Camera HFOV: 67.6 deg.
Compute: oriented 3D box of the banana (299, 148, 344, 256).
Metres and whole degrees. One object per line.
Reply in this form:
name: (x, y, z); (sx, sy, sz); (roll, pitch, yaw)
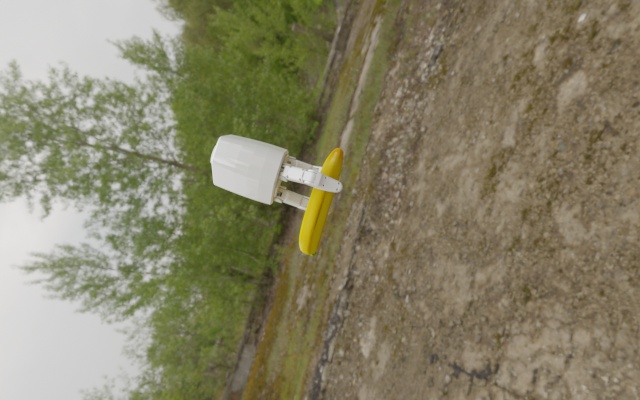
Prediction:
banana: (-0.003, 0.011, 0.783); (0.037, 0.198, 0.069); (17, 17, 1)
